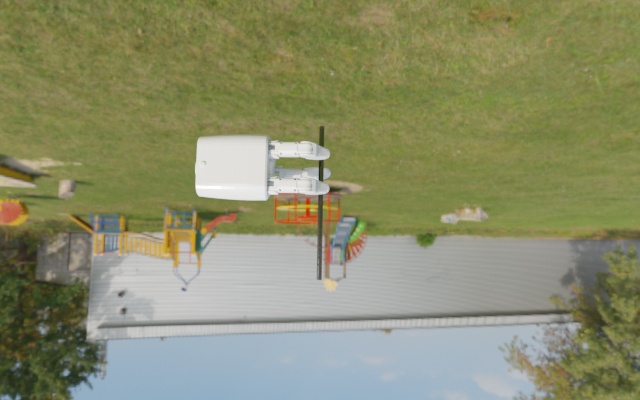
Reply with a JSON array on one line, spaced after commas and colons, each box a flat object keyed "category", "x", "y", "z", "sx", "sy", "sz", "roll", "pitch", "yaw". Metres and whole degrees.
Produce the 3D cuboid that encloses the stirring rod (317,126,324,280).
[{"category": "stirring rod", "x": 0.000, "y": 0.002, "z": 0.747, "sx": 0.011, "sy": 0.239, "sz": 0.011, "roll": 1, "pitch": -5, "yaw": 0}]
